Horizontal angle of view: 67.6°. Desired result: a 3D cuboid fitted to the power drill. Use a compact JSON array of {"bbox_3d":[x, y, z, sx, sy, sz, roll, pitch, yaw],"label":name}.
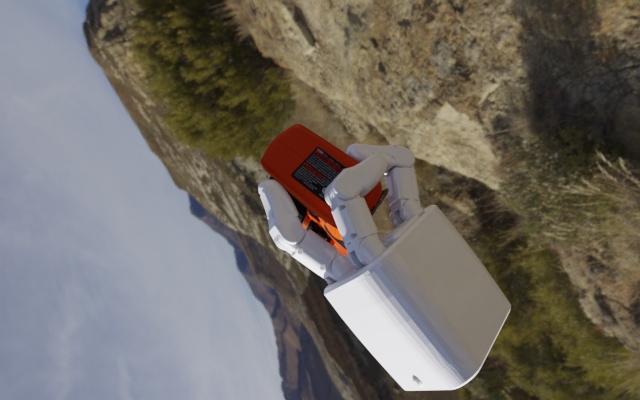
[{"bbox_3d":[0.000,0.002,0.481,0.184,0.057,0.188,36,-12,19],"label":"power drill"}]
